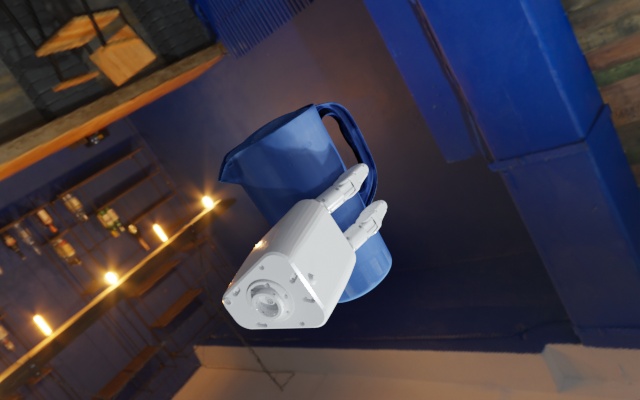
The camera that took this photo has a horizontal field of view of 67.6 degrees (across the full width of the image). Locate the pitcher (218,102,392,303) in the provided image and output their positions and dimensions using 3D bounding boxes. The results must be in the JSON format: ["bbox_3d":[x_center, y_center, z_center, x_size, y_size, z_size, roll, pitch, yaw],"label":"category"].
[{"bbox_3d":[0.000,0.002,0.620,0.149,0.243,0.145,-24,17,27],"label":"pitcher"}]
